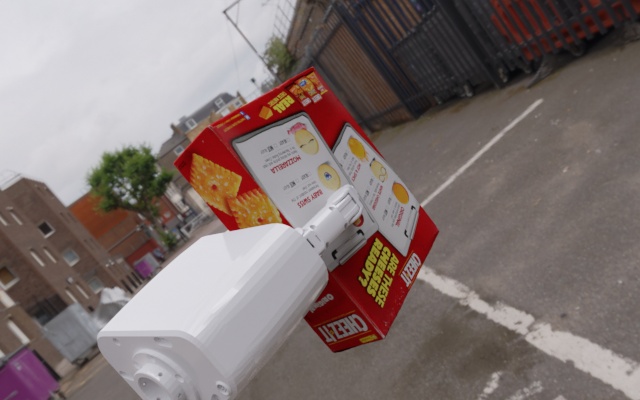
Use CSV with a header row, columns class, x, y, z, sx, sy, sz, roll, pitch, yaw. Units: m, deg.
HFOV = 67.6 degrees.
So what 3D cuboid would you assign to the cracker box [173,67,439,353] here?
class,x,y,z,sx,sy,sz,roll,pitch,yaw
cracker box,0.000,0.001,0.439,0.072,0.214,0.164,-32,9,41
